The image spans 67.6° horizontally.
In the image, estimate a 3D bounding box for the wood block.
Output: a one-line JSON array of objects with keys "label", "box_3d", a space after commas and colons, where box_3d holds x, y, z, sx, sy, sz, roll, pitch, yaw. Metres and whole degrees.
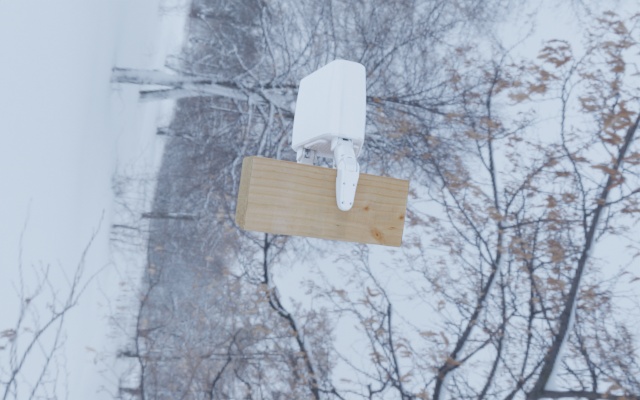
[{"label": "wood block", "box_3d": [0.000, 0.002, 0.629, 0.206, 0.090, 0.091, 8, 1, -16]}]
